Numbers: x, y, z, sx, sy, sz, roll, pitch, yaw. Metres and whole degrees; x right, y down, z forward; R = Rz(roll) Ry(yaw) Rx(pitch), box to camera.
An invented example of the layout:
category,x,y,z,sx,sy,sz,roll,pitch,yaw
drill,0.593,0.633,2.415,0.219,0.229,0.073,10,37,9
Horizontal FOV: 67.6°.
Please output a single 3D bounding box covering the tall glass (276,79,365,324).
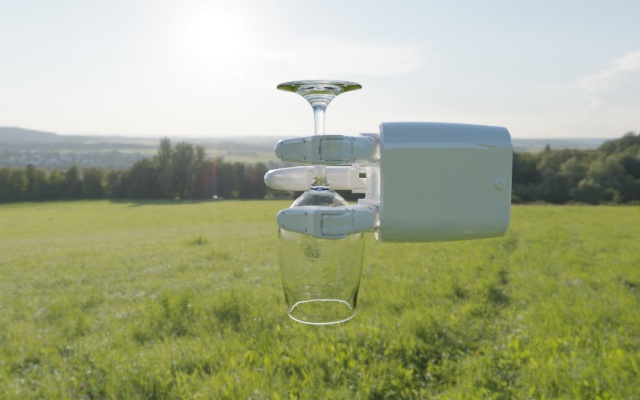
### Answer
category,x,y,z,sx,sy,sz,roll,pitch,yaw
tall glass,0.000,0.001,0.418,0.079,0.201,0.079,0,6,0
